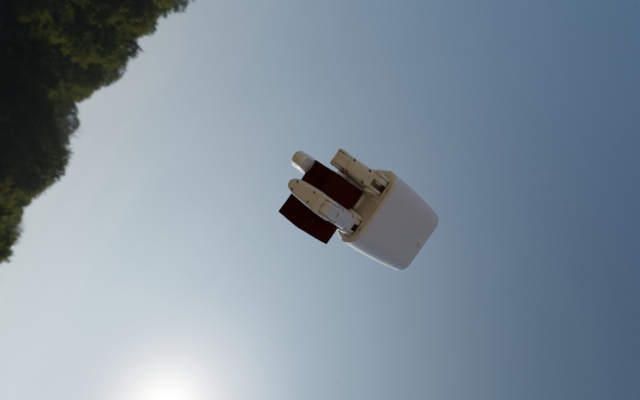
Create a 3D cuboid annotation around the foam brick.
[{"bbox_3d":[0.000,0.002,0.564,0.051,0.078,0.053,34,2,-37],"label":"foam brick"}]
